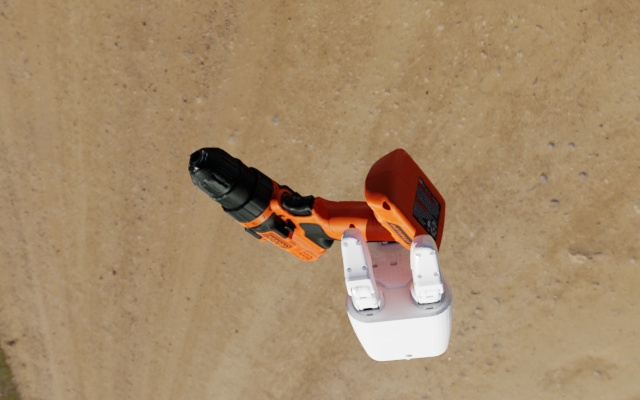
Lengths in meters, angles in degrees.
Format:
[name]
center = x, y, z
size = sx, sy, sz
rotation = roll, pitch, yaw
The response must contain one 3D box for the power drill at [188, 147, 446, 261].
[power drill]
center = 0.001, 0.002, 0.422
size = 0.187, 0.057, 0.184
rotation = -3, -28, 37
